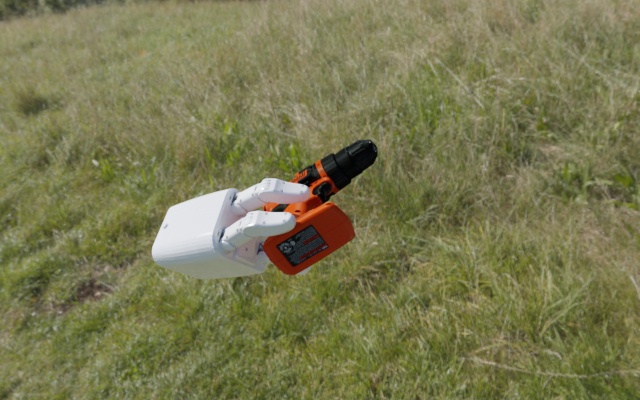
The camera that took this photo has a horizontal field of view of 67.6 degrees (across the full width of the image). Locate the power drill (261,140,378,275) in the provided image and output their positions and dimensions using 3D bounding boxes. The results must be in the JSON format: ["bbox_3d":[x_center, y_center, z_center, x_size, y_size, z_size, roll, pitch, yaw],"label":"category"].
[{"bbox_3d":[0.000,0.002,0.610,0.184,0.057,0.187,-34,18,14],"label":"power drill"}]
